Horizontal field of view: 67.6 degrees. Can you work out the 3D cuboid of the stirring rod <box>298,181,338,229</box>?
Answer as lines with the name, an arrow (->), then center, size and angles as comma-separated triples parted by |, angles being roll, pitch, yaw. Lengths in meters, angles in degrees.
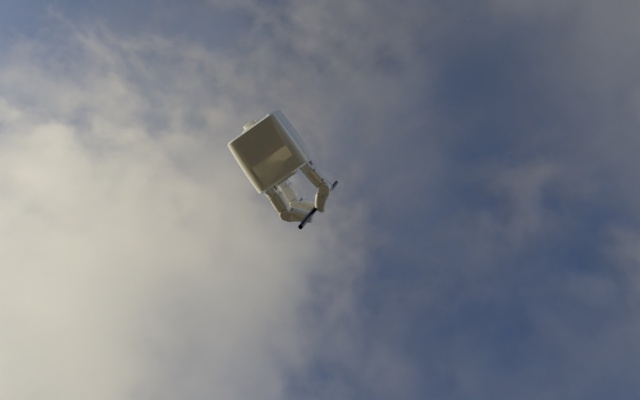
stirring rod -> 0.000, 0.003, 0.895 | 0.011, 0.011, 0.239 | 0, 20, 17
